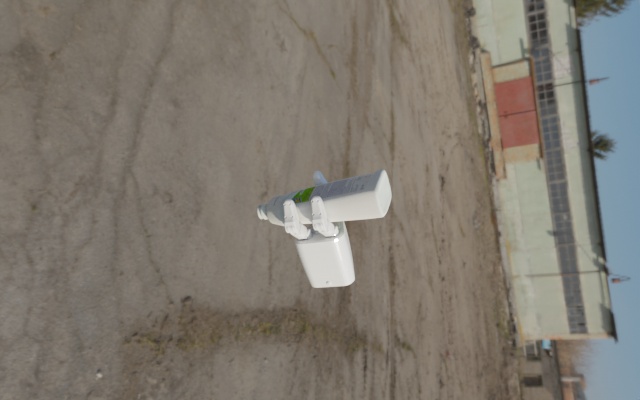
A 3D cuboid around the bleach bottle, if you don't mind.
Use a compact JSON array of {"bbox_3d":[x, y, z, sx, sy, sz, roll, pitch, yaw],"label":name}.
[{"bbox_3d":[0.000,0.003,0.899,0.251,0.068,0.102,-8,25,22],"label":"bleach bottle"}]
